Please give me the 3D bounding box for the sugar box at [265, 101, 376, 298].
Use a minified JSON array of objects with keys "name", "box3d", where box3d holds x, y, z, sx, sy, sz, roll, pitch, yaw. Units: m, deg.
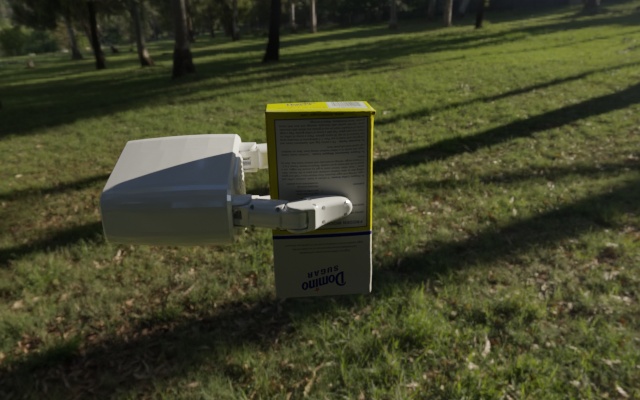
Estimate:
[{"name":"sugar box","box3d":[0.000,0.001,0.438,0.093,0.176,0.048,-2,22,-4]}]
